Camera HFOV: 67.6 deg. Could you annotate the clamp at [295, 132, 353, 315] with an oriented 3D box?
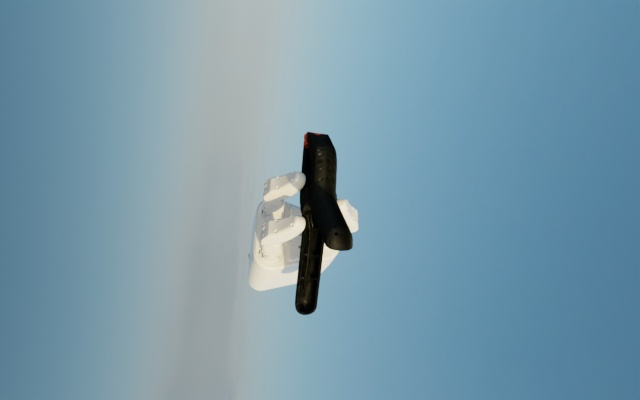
[{"bbox_3d":[0.001,0.001,0.520,0.036,0.209,0.165,7,-29,-13],"label":"clamp"}]
